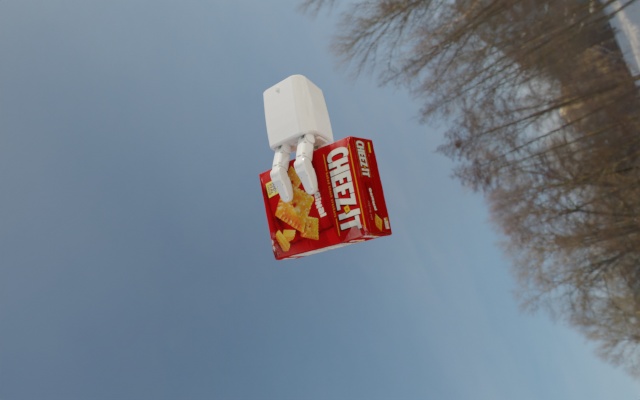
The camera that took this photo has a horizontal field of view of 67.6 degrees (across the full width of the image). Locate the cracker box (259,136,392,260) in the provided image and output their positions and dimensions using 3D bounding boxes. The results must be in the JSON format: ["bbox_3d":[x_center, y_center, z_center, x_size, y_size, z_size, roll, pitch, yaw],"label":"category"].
[{"bbox_3d":[0.000,0.003,0.817,0.214,0.164,0.072,-19,-12,37],"label":"cracker box"}]
